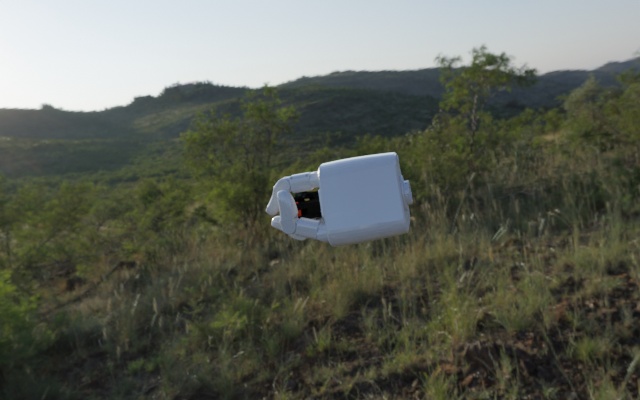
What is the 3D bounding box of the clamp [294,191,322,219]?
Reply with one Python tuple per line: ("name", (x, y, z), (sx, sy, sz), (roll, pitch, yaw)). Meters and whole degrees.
("clamp", (0.000, 0.002, 0.742), (0.120, 0.039, 0.171), (-10, 10, 15))
